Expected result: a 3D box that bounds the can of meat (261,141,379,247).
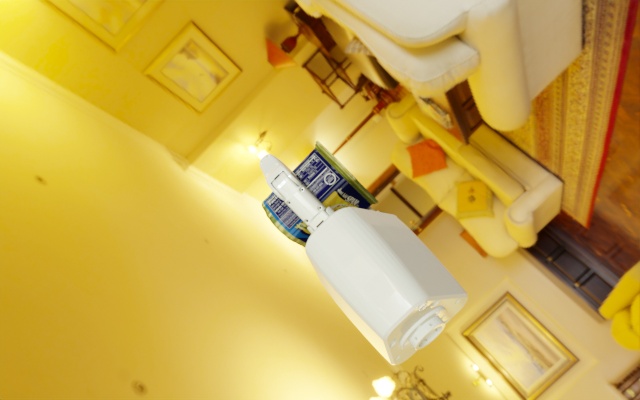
[{"bbox_3d":[0.000,0.002,0.477,0.057,0.084,0.102,47,5,30],"label":"can of meat"}]
